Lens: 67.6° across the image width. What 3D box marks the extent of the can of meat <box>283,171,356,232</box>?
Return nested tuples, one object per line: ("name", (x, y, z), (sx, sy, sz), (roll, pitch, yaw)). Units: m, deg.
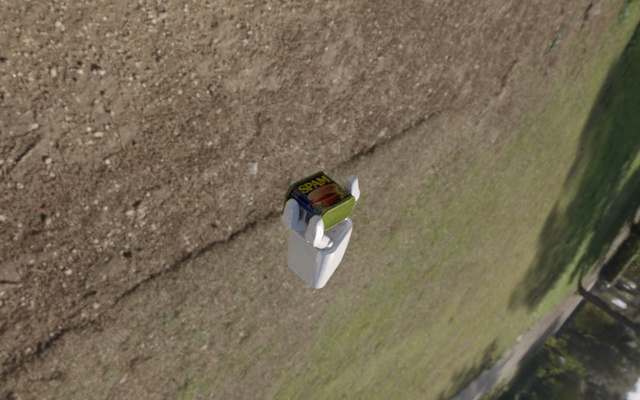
("can of meat", (0.000, 0.003, 0.837), (0.084, 0.057, 0.102), (38, 44, 26))
